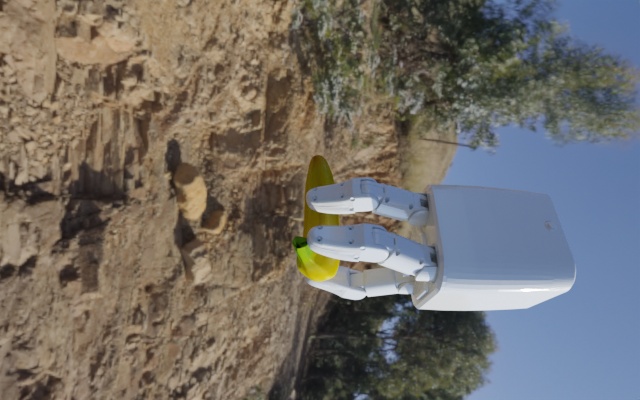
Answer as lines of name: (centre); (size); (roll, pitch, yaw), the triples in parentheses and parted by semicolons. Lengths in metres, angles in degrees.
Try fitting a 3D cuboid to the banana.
banana: (0.000, 0.020, 0.452); (0.037, 0.070, 0.197); (0, 25, 2)
